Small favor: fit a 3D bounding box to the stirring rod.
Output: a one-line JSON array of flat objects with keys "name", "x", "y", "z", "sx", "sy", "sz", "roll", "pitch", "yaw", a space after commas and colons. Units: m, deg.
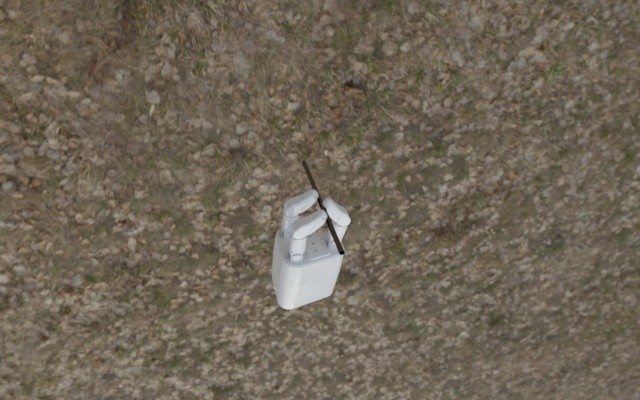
[{"name": "stirring rod", "x": 0.000, "y": 0.002, "z": 0.758, "sx": 0.011, "sy": 0.011, "sz": 0.239, "roll": 0, "pitch": 36, "yaw": -18}]
